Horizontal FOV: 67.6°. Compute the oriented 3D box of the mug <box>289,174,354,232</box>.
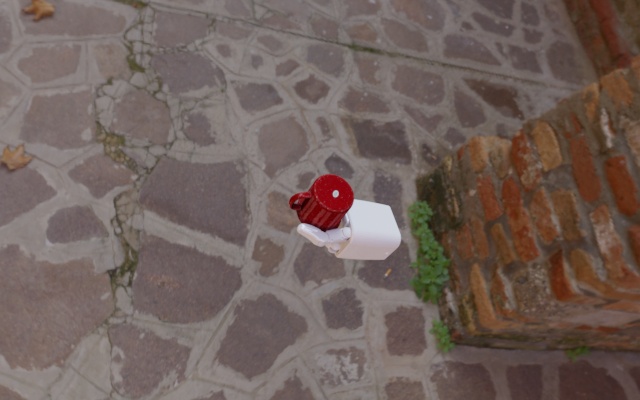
[{"bbox_3d":[-0.001,0.003,0.880,0.117,0.093,0.081,7,-31,-20],"label":"mug"}]
